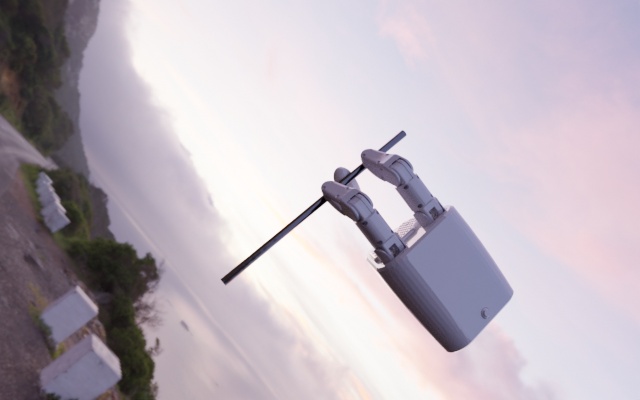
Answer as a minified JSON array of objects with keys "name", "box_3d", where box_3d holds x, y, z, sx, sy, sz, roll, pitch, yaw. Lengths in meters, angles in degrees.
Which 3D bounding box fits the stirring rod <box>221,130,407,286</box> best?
[{"name":"stirring rod","box_3d":[0.000,0.002,0.469,0.239,0.011,0.011,-40,14,-18]}]
